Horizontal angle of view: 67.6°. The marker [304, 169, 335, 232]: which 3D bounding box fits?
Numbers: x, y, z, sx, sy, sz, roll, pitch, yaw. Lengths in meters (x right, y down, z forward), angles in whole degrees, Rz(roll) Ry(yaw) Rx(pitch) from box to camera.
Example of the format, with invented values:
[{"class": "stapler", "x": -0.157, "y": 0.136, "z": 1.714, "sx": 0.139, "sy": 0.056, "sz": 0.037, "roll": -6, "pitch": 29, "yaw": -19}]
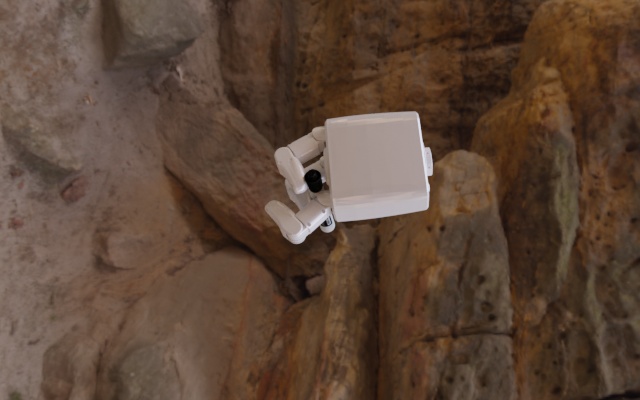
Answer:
[{"class": "marker", "x": 0.000, "y": 0.002, "z": 0.559, "sx": 0.020, "sy": 0.020, "sz": 0.121, "roll": 0, "pitch": -31, "yaw": 10}]
